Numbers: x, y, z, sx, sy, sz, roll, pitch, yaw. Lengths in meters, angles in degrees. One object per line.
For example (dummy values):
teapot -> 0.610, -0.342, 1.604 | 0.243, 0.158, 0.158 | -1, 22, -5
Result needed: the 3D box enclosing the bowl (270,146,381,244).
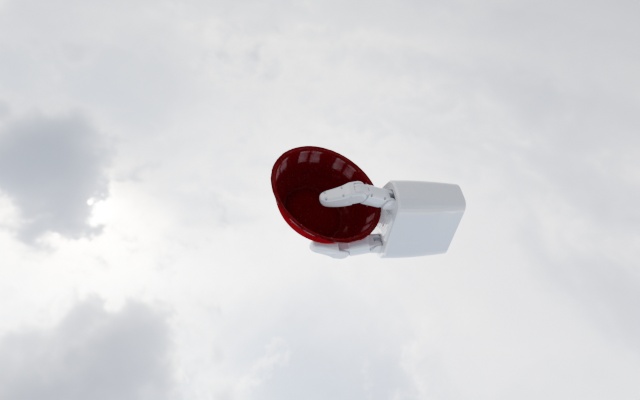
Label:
bowl -> -0.001, 0.002, 0.659 | 0.162, 0.162, 0.055 | 0, -35, -29
